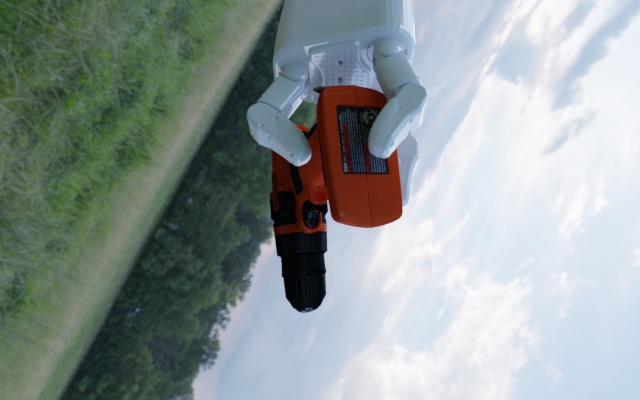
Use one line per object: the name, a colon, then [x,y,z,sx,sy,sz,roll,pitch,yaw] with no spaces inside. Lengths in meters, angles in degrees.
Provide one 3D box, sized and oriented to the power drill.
power drill: [0.000,0.001,0.407,0.057,0.184,0.188,-3,-12,-22]
